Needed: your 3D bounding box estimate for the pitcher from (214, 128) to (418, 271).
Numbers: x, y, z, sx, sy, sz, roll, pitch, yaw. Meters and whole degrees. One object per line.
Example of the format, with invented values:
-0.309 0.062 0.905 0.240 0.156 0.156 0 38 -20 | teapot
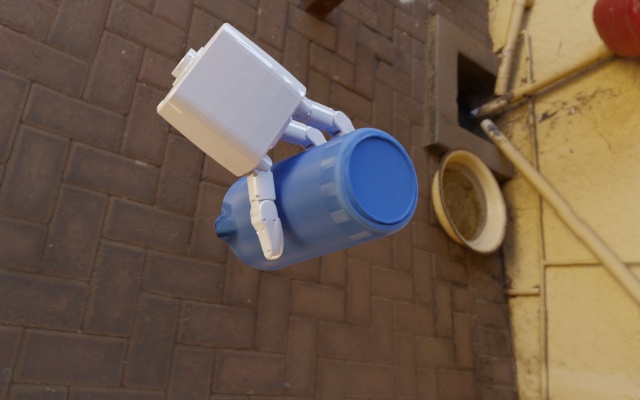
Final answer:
0.000 0.002 0.559 0.145 0.149 0.243 40 -32 -21 | pitcher
